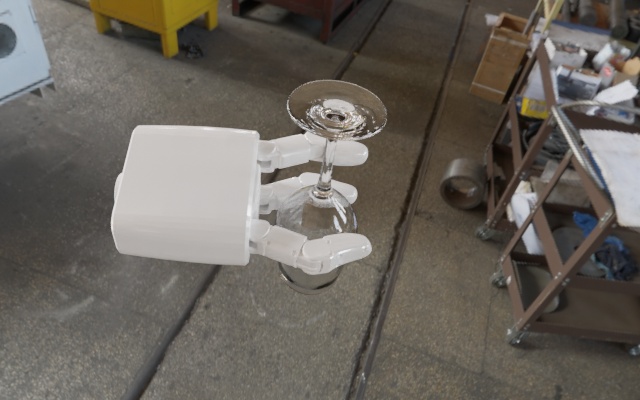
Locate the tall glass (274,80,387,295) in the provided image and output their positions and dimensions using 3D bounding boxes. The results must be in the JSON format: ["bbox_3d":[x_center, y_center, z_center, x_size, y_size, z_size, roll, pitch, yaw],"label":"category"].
[{"bbox_3d":[0.000,0.001,0.419,0.079,0.079,0.201,0,-44,-9],"label":"tall glass"}]
